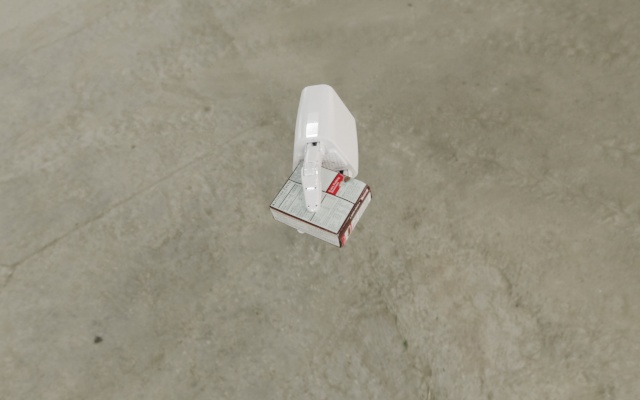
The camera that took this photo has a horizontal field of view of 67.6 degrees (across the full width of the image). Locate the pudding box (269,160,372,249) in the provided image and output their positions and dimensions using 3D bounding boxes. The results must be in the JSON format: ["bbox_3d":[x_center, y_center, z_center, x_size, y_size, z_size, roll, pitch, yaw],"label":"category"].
[{"bbox_3d":[0.000,0.002,0.649,0.113,0.090,0.039,21,-26,25],"label":"pudding box"}]
